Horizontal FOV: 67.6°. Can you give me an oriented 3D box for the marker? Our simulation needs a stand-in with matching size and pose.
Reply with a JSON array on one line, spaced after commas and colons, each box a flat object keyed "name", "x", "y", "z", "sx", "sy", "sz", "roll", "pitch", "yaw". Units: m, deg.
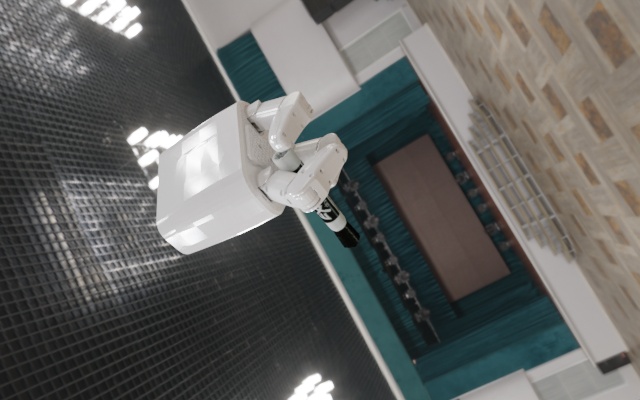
[{"name": "marker", "x": 0.000, "y": 0.001, "z": 0.419, "sx": 0.020, "sy": 0.020, "sz": 0.121, "roll": 0, "pitch": -41, "yaw": 44}]
